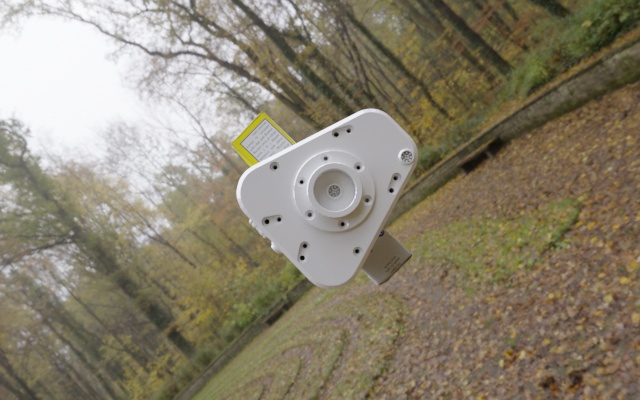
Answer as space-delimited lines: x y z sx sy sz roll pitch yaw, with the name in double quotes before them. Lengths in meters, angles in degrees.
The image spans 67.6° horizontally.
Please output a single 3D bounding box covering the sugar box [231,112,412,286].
"sugar box" 0.000 0.002 0.443 0.048 0.176 0.093 -44 -2 -2
